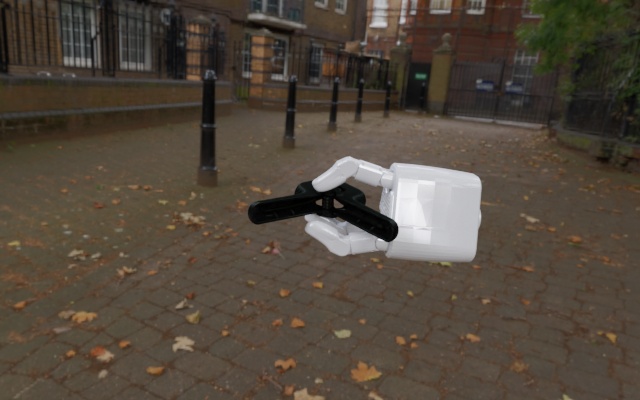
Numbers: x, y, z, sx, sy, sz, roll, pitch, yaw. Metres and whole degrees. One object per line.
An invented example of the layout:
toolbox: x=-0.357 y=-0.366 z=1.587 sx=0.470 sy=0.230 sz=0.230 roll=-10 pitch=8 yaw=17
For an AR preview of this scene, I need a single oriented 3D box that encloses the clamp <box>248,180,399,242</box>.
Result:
clamp: x=0.000 y=0.001 z=0.601 sx=0.164 sy=0.036 sz=0.210 roll=7 pitch=14 yaw=-3
